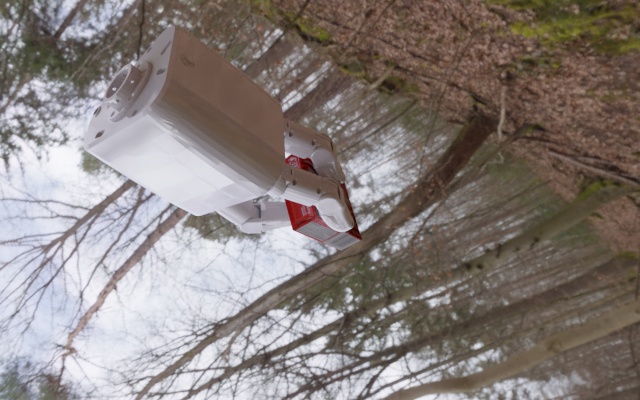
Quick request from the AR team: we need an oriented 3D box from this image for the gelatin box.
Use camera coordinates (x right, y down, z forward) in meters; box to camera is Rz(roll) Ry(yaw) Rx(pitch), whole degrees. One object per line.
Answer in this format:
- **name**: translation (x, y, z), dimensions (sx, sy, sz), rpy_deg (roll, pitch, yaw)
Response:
- **gelatin box**: translation (0.000, 0.002, 0.460), dimensions (0.030, 0.073, 0.089), rpy_deg (-28, -31, 23)
